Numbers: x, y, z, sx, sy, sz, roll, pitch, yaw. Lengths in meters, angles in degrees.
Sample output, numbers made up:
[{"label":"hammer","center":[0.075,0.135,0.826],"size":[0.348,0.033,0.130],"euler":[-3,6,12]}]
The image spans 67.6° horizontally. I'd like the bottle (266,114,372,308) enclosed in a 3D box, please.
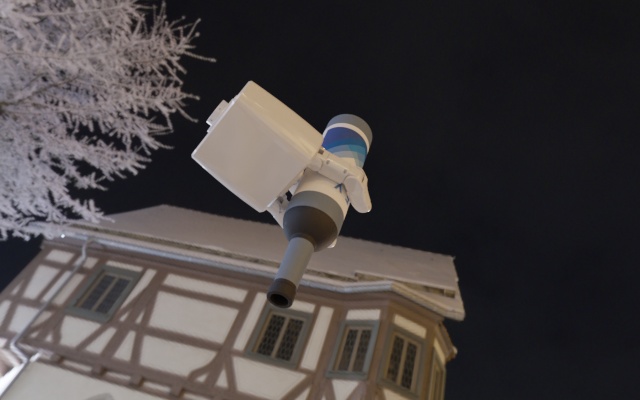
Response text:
[{"label":"bottle","center":[0.000,0.002,0.570],"size":[0.069,0.069,0.295],"euler":[0,40,21]}]
